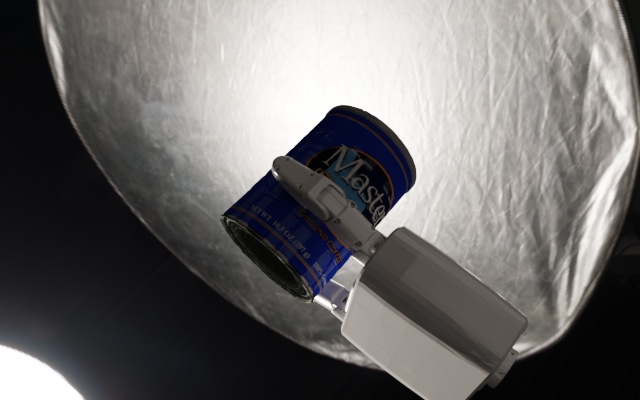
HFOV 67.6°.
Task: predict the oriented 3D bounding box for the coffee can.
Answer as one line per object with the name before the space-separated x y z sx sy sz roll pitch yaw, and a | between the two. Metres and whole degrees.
coffee can | 0.000 0.001 0.410 0.140 0.103 0.103 -47 19 -19
